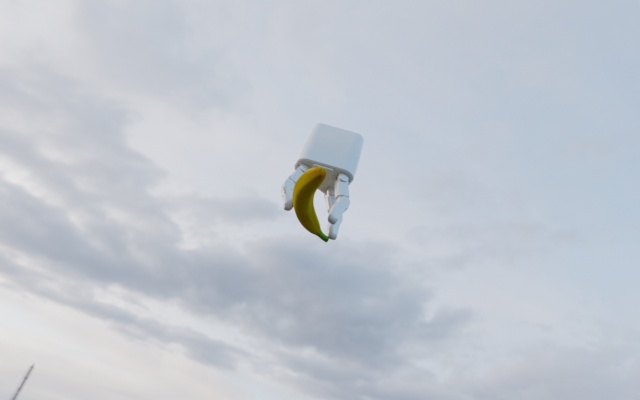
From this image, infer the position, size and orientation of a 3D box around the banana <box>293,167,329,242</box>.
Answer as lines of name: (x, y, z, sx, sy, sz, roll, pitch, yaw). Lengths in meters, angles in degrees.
banana: (-0.017, 0.000, 0.833, 0.069, 0.037, 0.198, 14, -35, 14)
